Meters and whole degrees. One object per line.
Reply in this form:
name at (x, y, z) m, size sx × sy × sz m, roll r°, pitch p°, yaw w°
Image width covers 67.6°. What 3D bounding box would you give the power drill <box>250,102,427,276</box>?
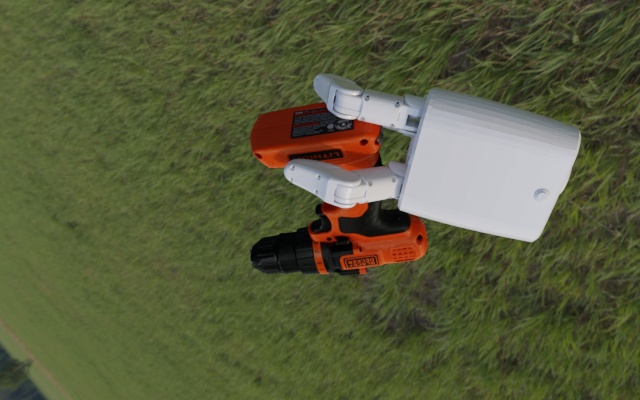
power drill at (0.000, 0.001, 0.444) m, size 0.184 × 0.057 × 0.188 m, roll -9°, pitch -43°, yaw 10°
